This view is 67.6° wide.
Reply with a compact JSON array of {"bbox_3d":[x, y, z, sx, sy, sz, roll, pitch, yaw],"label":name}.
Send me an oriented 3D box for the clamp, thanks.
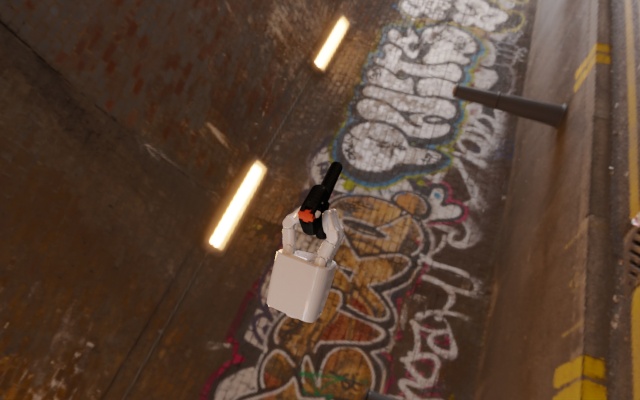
[{"bbox_3d":[-0.001,0.003,0.899,0.036,0.164,0.210,13,4,11],"label":"clamp"}]
